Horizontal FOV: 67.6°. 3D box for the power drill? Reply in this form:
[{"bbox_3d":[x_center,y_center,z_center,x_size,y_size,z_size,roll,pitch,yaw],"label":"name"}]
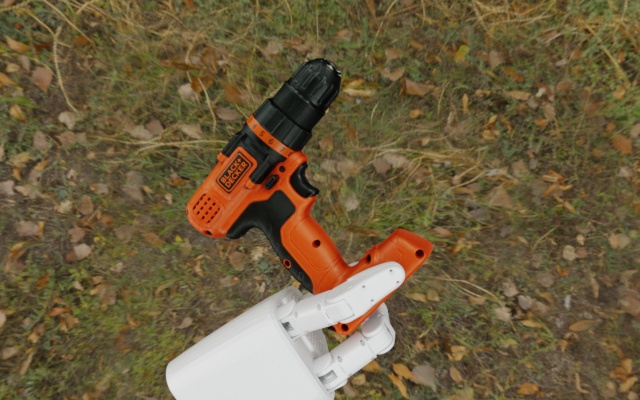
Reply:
[{"bbox_3d":[0.000,0.002,0.401,0.187,0.184,0.057,44,14,10],"label":"power drill"}]
